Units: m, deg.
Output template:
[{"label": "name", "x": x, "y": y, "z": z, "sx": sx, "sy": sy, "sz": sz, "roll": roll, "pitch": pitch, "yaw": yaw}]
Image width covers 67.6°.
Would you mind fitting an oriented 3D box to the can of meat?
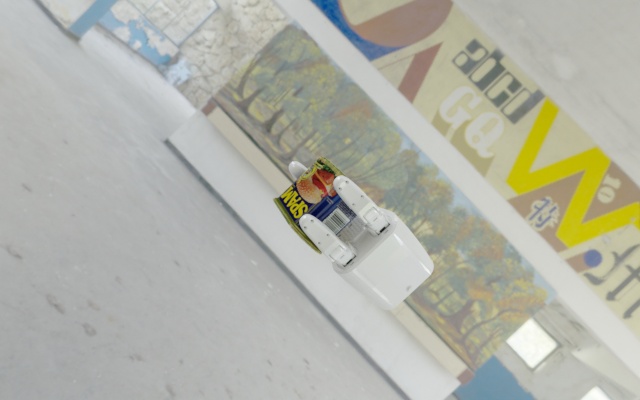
[{"label": "can of meat", "x": 0.000, "y": 0.002, "z": 0.568, "sx": 0.057, "sy": 0.084, "sz": 0.102, "roll": 45, "pitch": 2, "yaw": -31}]
